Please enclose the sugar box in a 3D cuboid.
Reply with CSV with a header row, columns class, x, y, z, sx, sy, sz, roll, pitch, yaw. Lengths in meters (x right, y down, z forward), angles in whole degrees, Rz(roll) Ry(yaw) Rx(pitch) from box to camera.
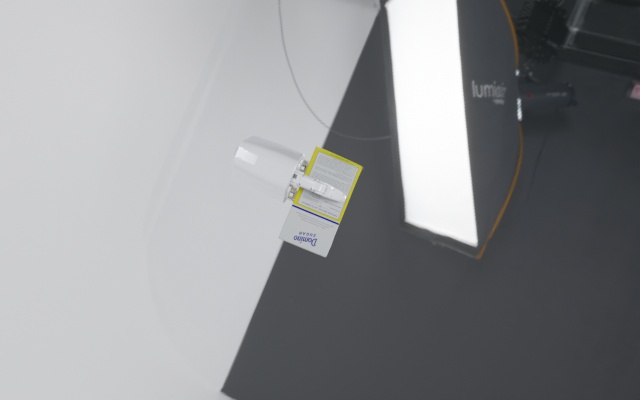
class,x,y,z,sx,sy,sz,roll,pitch,yaw
sugar box,0.000,0.003,0.857,0.093,0.176,0.048,23,0,-2
